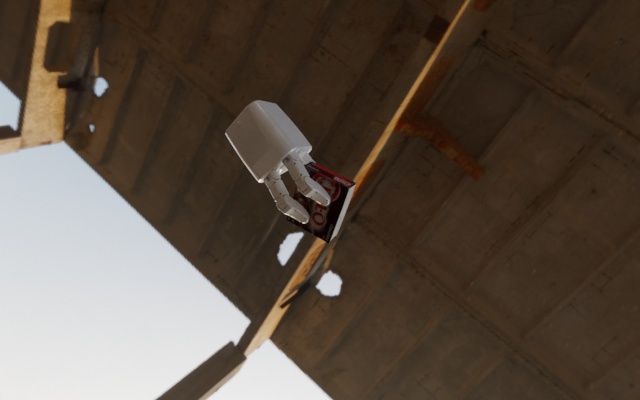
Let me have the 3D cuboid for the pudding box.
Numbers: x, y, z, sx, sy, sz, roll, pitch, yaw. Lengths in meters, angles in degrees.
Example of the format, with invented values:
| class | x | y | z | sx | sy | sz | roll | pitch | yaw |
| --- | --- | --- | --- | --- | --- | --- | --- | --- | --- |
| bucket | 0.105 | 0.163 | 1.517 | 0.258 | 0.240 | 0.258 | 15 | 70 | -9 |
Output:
| class | x | y | z | sx | sy | sz | roll | pitch | yaw |
| --- | --- | --- | --- | --- | --- | --- | --- | --- | --- |
| pudding box | 0.000 | 0.003 | 0.809 | 0.090 | 0.113 | 0.039 | 28 | 30 | 19 |
